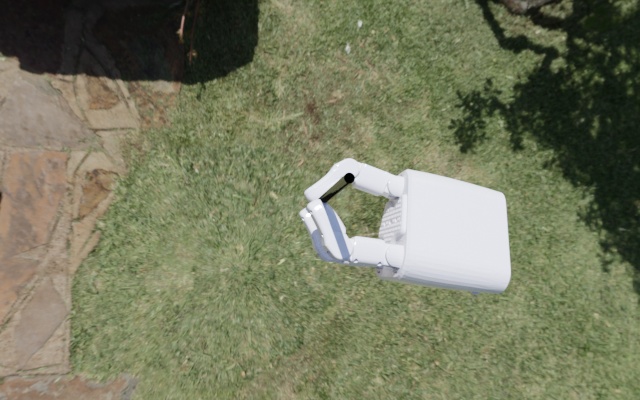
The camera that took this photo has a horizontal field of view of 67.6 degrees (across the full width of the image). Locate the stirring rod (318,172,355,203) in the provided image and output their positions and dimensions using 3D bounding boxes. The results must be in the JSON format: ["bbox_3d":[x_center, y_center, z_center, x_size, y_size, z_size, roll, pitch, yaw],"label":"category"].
[{"bbox_3d":[0.000,0.001,0.453,0.011,0.011,0.239,0,-8,-10],"label":"stirring rod"}]
